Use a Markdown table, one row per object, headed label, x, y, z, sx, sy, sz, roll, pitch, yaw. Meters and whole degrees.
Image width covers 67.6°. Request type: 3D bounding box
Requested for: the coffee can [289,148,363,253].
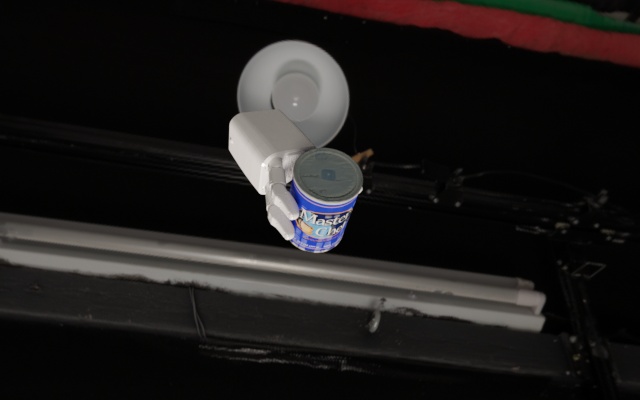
| label | x | y | z | sx | sy | sz | roll | pitch | yaw |
| --- | --- | --- | --- | --- | --- | --- | --- | --- | --- |
| coffee can | 0.000 | 0.002 | 0.743 | 0.103 | 0.102 | 0.140 | 0 | -36 | -12 |
